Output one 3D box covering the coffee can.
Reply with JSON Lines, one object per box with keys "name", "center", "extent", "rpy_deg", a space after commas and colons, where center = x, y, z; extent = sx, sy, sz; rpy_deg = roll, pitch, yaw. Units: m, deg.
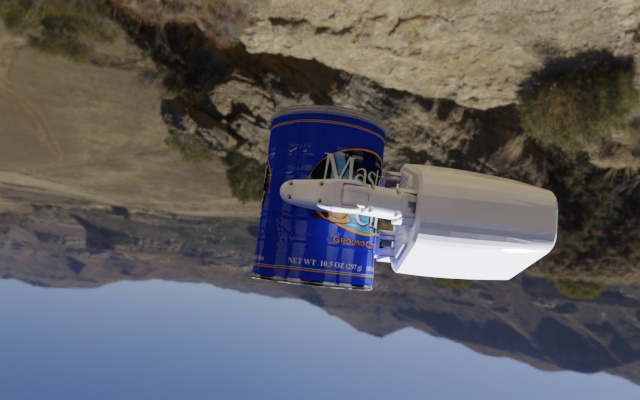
{"name": "coffee can", "center": [0.000, 0.001, 0.412], "extent": [0.103, 0.140, 0.103], "rpy_deg": [6, -8, 1]}
